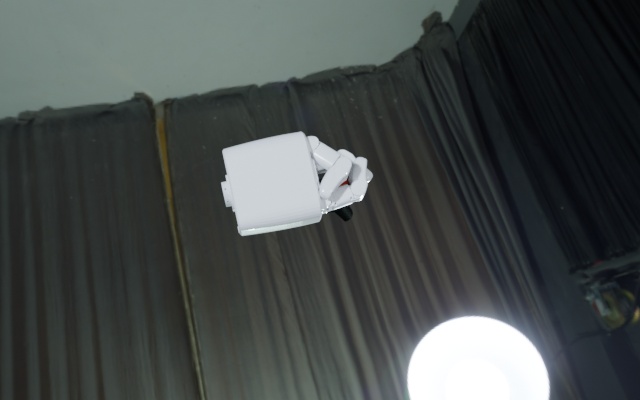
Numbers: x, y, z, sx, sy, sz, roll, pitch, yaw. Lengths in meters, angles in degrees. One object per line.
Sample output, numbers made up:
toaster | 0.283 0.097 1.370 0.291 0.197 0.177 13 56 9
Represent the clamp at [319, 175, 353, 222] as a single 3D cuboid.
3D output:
clamp | 0.000 0.003 0.707 0.120 0.039 0.171 -12 -21 -10
